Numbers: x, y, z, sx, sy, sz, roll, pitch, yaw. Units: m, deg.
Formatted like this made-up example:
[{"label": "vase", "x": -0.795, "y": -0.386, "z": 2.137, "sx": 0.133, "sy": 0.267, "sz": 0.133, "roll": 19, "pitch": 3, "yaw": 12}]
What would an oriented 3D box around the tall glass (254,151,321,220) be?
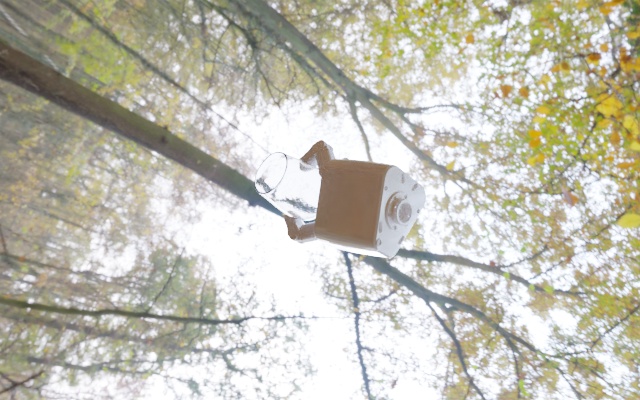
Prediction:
[{"label": "tall glass", "x": 0.000, "y": 0.003, "z": 0.685, "sx": 0.079, "sy": 0.079, "sz": 0.201, "roll": 0, "pitch": -23, "yaw": 46}]
